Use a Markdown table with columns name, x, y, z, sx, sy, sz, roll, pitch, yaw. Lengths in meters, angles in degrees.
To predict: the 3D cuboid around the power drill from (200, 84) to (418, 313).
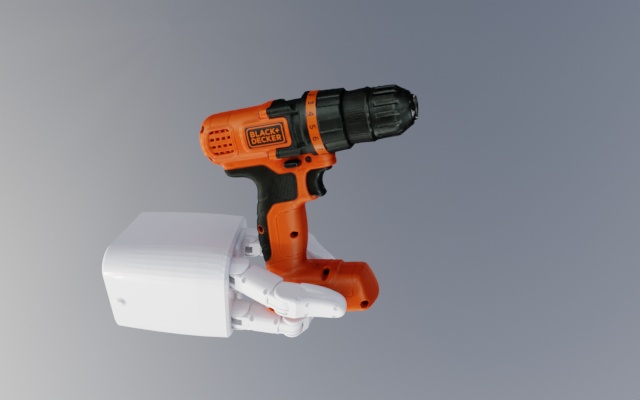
| name | x | y | z | sx | sy | sz | roll | pitch | yaw |
| --- | --- | --- | --- | --- | --- | --- | --- | --- | --- |
| power drill | 0.000 | 0.002 | 0.412 | 0.184 | 0.188 | 0.057 | -6 | 15 | 19 |
